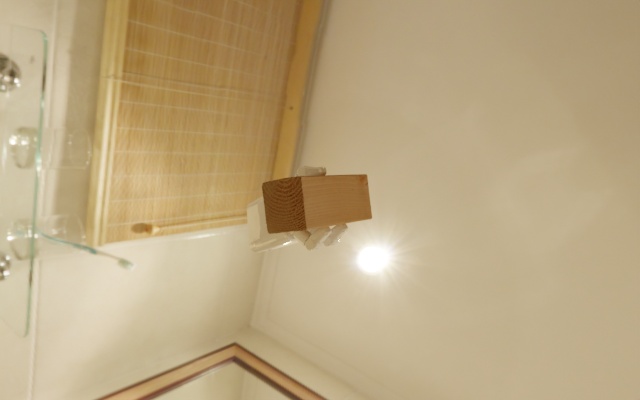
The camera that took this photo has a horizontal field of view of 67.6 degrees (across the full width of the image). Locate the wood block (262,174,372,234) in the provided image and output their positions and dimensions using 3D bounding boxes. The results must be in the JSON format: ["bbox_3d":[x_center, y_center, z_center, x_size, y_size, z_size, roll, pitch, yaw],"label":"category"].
[{"bbox_3d":[0.000,0.003,0.872,0.090,0.091,0.206,-8,-1,37],"label":"wood block"}]
